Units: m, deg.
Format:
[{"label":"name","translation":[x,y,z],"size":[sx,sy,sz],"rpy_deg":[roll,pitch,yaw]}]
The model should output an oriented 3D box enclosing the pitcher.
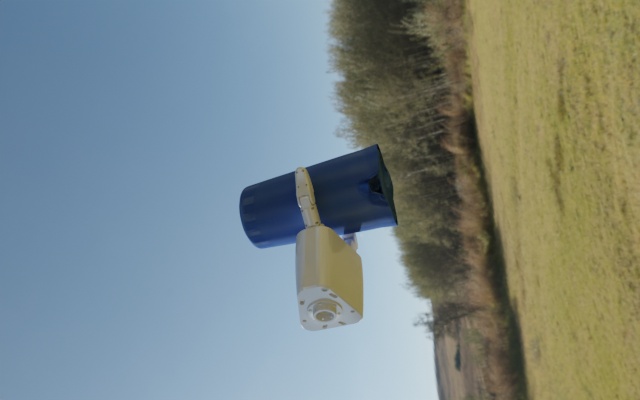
[{"label":"pitcher","translation":[0.000,0.003,0.786],"size":[0.243,0.145,0.149],"rpy_deg":[-14,-46,12]}]
